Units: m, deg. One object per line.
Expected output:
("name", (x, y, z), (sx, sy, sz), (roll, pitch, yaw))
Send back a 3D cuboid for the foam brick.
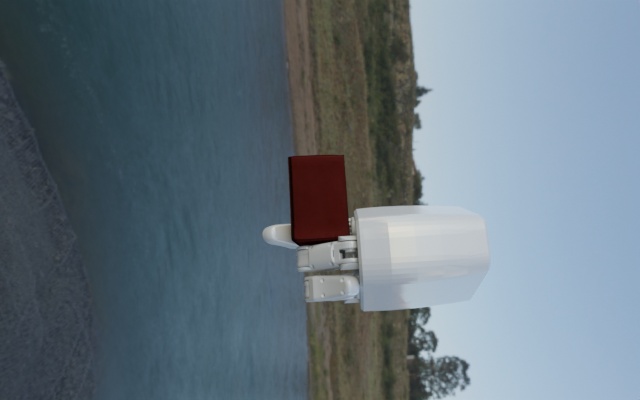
("foam brick", (0.000, 0.001, 0.444), (0.051, 0.078, 0.053), (-4, -12, 4))
